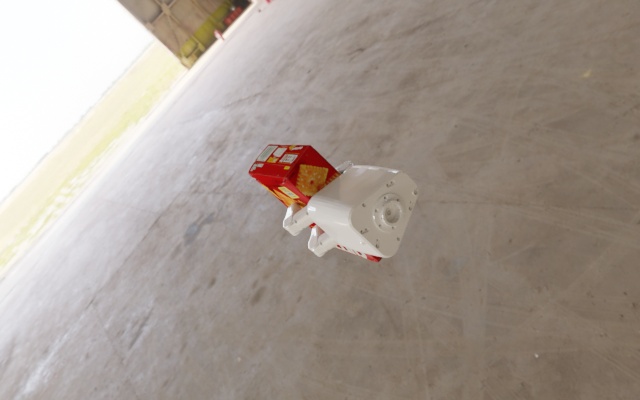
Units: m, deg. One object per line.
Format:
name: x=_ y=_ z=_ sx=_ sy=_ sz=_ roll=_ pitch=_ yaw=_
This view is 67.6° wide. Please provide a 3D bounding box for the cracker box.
cracker box: x=0.000 y=0.002 z=0.774 sx=0.214 sy=0.072 sz=0.164 roll=43 pitch=-14 yaw=-25
